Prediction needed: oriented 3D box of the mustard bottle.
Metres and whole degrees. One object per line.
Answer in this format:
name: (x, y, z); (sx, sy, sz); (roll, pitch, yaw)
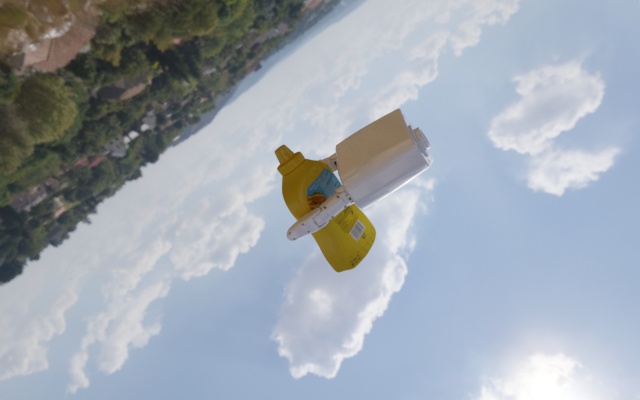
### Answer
mustard bottle: (0.000, 0.003, 0.672); (0.058, 0.192, 0.096); (-22, 21, 43)
